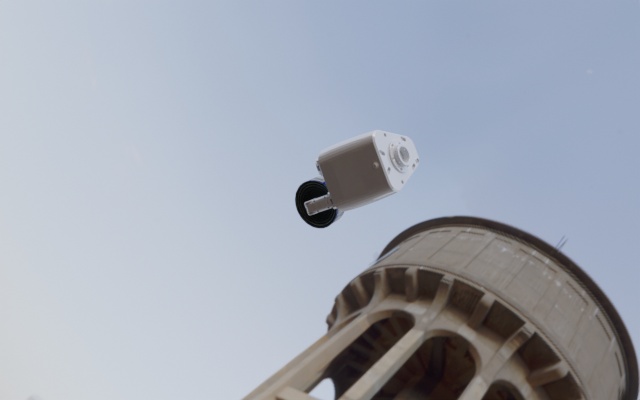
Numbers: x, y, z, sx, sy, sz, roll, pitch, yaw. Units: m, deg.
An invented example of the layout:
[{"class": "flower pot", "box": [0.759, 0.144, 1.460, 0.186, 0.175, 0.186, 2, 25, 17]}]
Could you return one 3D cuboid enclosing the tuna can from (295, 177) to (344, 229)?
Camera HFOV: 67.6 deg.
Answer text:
[{"class": "tuna can", "box": [0.000, 0.003, 0.821, 0.086, 0.086, 0.033, 0, 17, 35]}]
